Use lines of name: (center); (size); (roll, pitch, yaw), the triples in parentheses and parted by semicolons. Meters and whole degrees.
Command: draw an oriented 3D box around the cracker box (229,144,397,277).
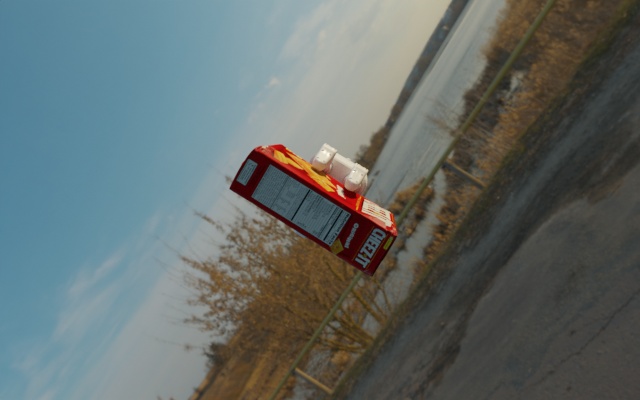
cracker box: (0.000, 0.002, 0.667); (0.213, 0.072, 0.164); (31, 10, 2)
